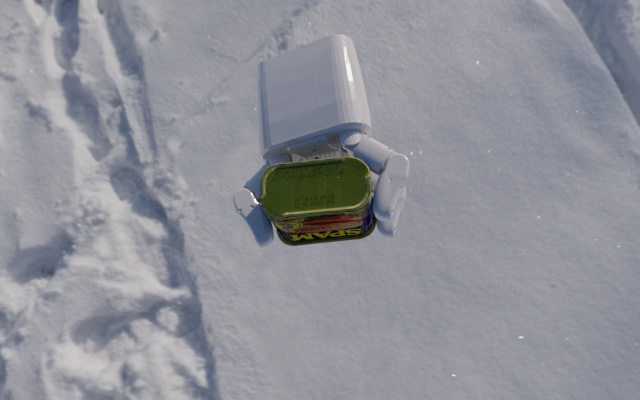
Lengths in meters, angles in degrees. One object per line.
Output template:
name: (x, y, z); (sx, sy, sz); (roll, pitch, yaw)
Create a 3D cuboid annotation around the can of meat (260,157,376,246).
can of meat: (0.000, 0.001, 0.446); (0.102, 0.057, 0.084); (-6, -20, 5)
